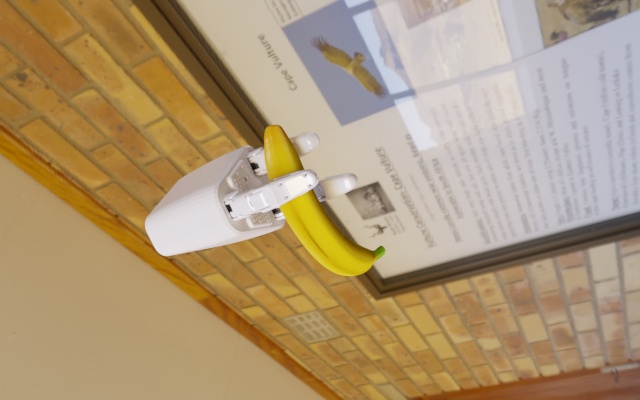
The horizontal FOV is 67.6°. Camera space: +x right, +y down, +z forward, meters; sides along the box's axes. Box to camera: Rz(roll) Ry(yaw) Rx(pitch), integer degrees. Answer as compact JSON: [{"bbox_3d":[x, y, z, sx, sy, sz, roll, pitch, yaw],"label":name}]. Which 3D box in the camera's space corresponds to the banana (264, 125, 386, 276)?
[{"bbox_3d":[-0.002,0.016,0.475,0.037,0.069,0.198,-20,-56,32],"label":"banana"}]
